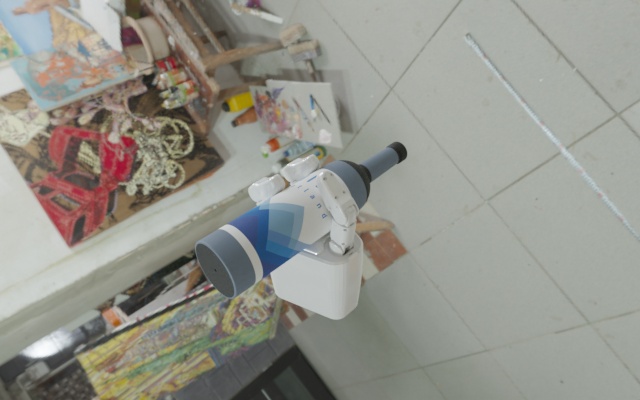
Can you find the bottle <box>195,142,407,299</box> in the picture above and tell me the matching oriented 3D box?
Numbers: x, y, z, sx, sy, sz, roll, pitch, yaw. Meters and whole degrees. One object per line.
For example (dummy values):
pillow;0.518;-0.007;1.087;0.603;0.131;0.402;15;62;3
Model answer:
bottle;0.000;0.002;0.546;0.295;0.069;0.069;-33;19;-33
